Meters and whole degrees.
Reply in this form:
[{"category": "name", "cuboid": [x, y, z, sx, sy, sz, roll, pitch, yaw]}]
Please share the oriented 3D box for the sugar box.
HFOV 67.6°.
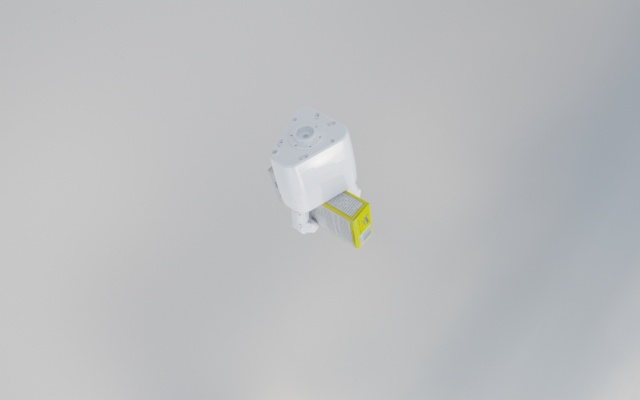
[{"category": "sugar box", "cuboid": [0.001, 0.002, 0.772, 0.176, 0.048, 0.093, 33, -24, 28]}]
